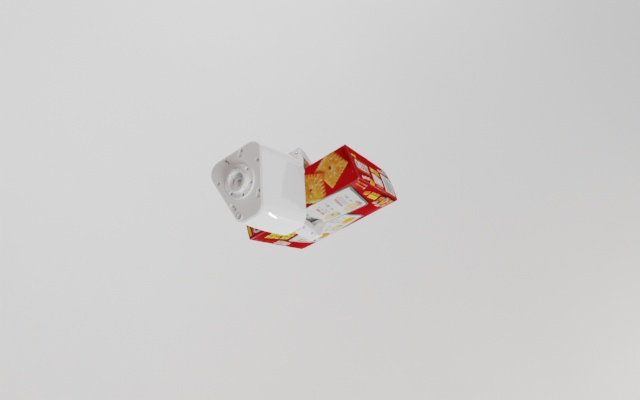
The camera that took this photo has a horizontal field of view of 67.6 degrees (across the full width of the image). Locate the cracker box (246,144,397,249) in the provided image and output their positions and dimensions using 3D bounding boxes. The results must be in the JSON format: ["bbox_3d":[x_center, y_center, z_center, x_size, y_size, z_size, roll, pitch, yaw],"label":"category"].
[{"bbox_3d":[0.000,0.003,0.812,0.214,0.072,0.164,-29,-24,22],"label":"cracker box"}]
